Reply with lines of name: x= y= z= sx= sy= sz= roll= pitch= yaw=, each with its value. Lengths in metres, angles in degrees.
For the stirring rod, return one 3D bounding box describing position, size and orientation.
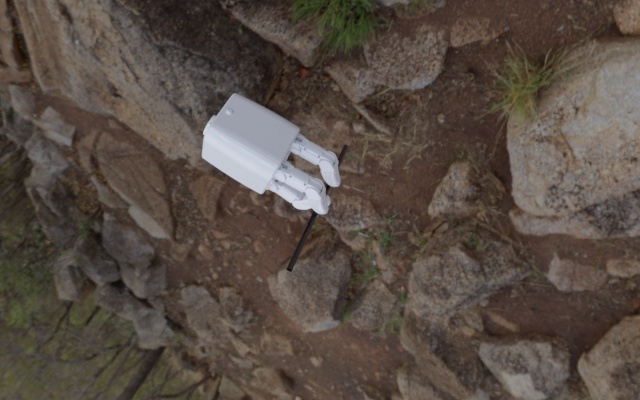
stirring rod: x=0.000 y=0.002 z=0.695 sx=0.011 sy=0.239 sz=0.011 roll=16 pitch=-36 yaw=12
